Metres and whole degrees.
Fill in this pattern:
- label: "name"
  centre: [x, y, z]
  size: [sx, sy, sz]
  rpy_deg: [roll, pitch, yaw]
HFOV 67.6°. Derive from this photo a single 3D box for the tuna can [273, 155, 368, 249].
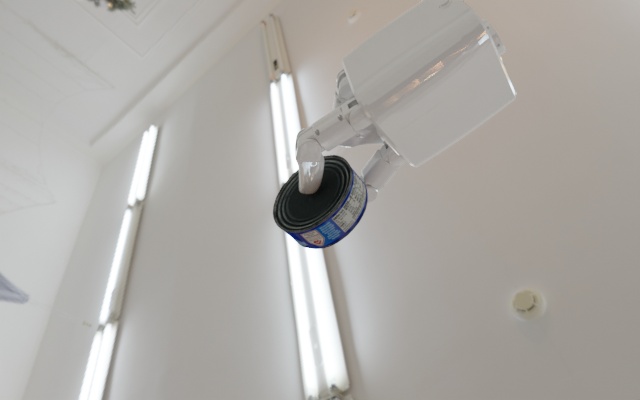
- label: "tuna can"
  centre: [0.000, 0.002, 0.440]
  size: [0.086, 0.086, 0.034]
  rpy_deg: [0, -35, 43]
